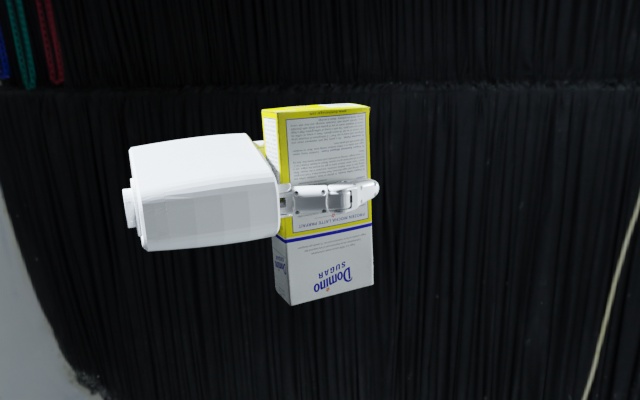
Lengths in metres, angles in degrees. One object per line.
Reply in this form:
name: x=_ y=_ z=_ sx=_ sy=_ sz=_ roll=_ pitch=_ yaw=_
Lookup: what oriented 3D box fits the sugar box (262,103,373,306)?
sugar box: x=0.000 y=0.001 z=0.447 sx=0.093 sy=0.176 sz=0.048 roll=-9 pitch=18 yaw=-25
